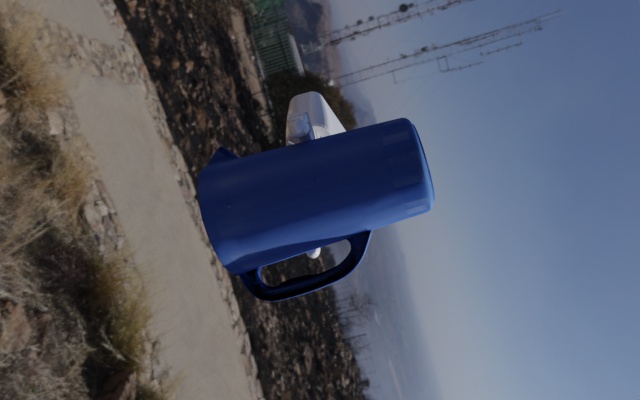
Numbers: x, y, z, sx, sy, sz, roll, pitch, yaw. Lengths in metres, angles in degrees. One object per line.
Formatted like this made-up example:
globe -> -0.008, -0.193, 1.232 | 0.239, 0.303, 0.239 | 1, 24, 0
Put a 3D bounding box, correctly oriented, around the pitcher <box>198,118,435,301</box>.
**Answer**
pitcher -> 0.000, 0.002, 0.539 | 0.243, 0.149, 0.145 | -16, 38, 8
